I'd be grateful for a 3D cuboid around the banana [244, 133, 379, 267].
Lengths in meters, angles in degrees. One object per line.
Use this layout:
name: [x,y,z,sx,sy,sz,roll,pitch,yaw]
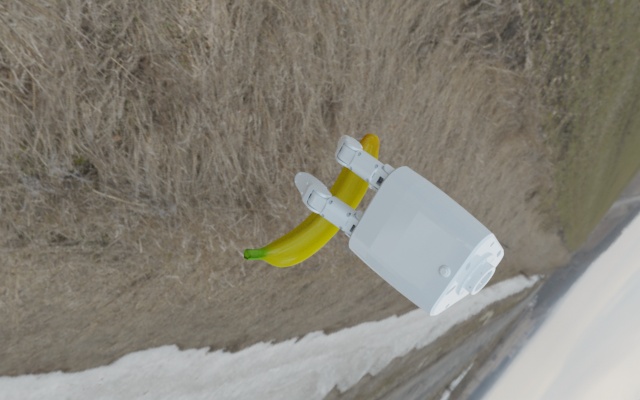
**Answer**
banana: [0.005,0.011,0.542,0.037,0.198,0.070,44,-1,34]
